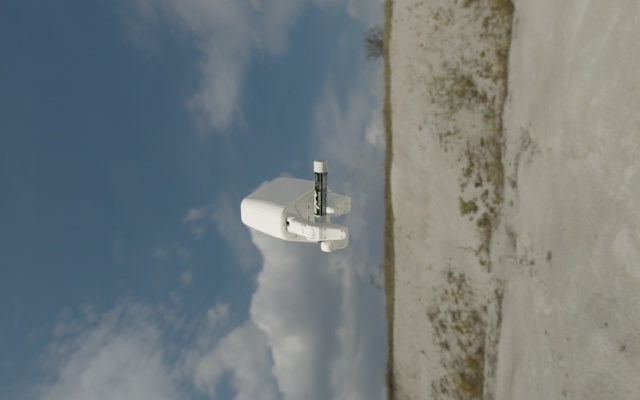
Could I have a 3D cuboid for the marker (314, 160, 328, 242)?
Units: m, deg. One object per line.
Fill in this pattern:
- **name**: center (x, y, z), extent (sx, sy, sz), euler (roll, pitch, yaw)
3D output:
- **marker**: center (0.000, 0.002, 0.692), extent (0.020, 0.121, 0.020), euler (0, 14, 0)
